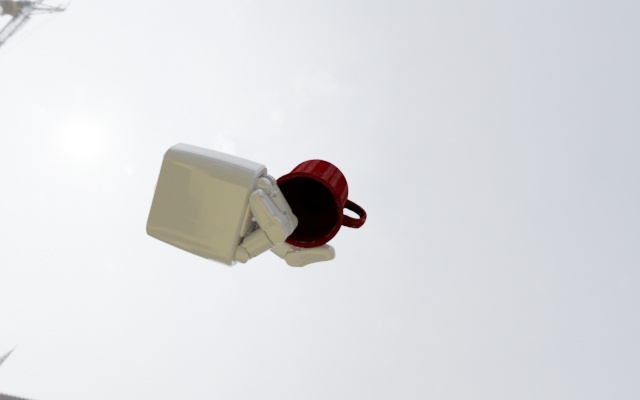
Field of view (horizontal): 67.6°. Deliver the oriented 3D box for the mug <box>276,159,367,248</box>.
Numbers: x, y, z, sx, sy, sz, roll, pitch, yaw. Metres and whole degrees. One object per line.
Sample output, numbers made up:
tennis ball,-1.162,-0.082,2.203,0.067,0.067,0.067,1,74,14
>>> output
mug,0.002,0.002,0.573,0.117,0.093,0.081,18,23,6
